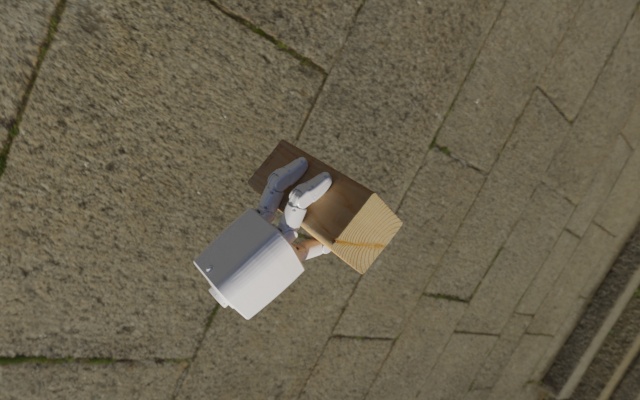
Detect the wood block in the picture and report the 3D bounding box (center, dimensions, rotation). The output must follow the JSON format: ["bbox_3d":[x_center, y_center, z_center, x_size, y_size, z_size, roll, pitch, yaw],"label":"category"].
[{"bbox_3d":[0.000,0.003,0.673,0.206,0.090,0.091,35,-6,44],"label":"wood block"}]
